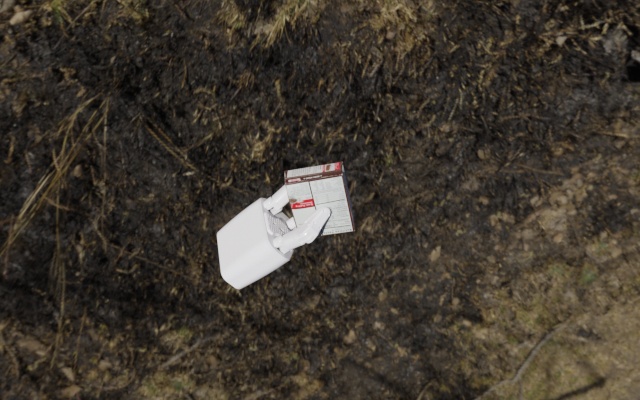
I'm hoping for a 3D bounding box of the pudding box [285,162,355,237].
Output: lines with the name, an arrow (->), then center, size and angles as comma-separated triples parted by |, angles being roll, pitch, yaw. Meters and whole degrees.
pudding box -> 0.000, 0.002, 0.728 | 0.090, 0.114, 0.039 | -9, 37, 6
